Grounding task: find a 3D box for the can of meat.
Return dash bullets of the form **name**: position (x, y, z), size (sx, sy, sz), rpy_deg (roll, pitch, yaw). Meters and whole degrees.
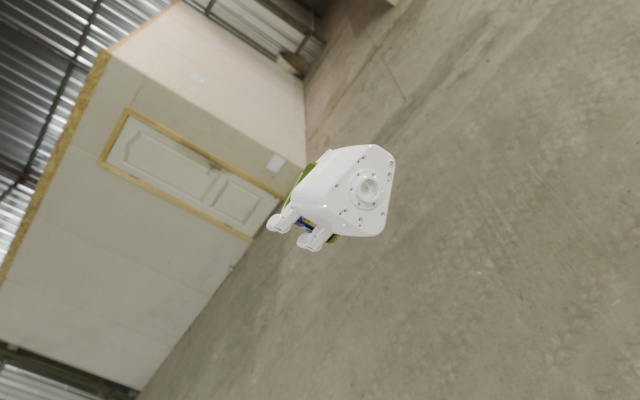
- **can of meat**: position (0.000, 0.002, 0.723), size (0.084, 0.102, 0.057), rpy_deg (30, -7, -21)
